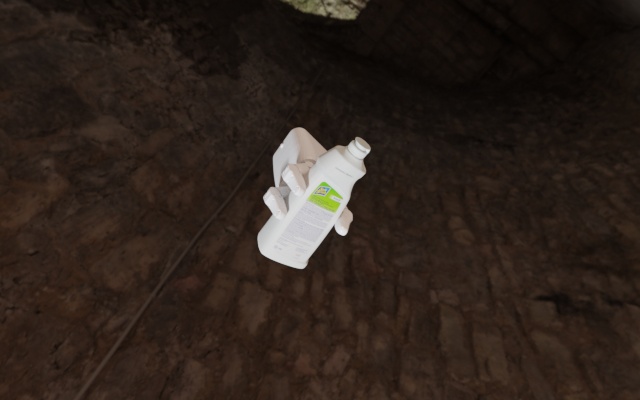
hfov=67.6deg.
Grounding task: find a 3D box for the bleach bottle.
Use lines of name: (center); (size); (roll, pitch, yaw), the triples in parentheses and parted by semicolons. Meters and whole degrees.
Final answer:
bleach bottle: (0.000, 0.003, 0.784); (0.102, 0.251, 0.068); (23, 31, -30)
